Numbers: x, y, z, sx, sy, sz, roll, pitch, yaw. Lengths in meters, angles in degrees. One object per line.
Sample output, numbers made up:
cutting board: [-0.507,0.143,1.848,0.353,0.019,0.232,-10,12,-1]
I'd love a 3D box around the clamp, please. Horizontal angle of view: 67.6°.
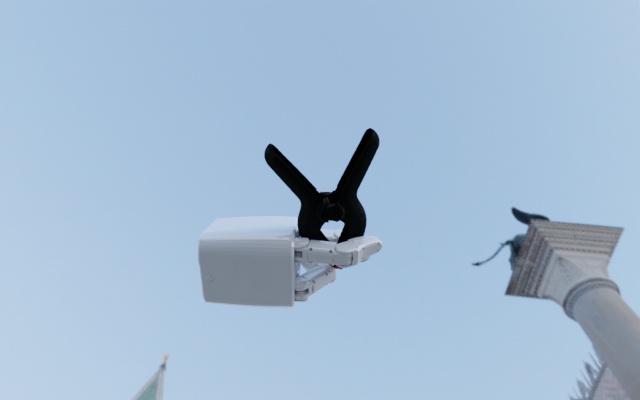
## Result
clamp: [0.000,0.002,0.532,0.120,0.171,0.039,1,27,0]
